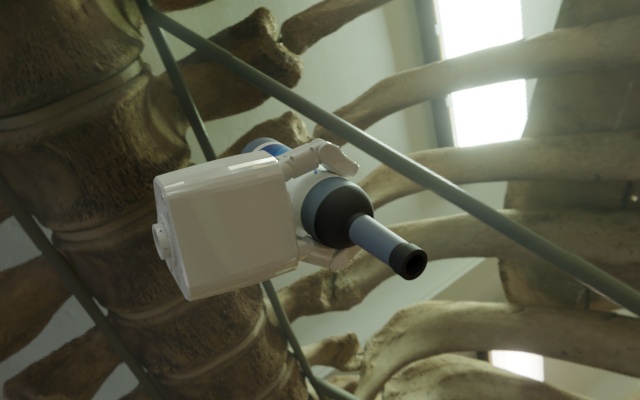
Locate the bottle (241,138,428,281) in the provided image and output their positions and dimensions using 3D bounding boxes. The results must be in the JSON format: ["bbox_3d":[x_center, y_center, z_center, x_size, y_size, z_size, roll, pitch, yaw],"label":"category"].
[{"bbox_3d":[0.000,0.001,0.492,0.069,0.069,0.295,0,20,-32],"label":"bottle"}]
